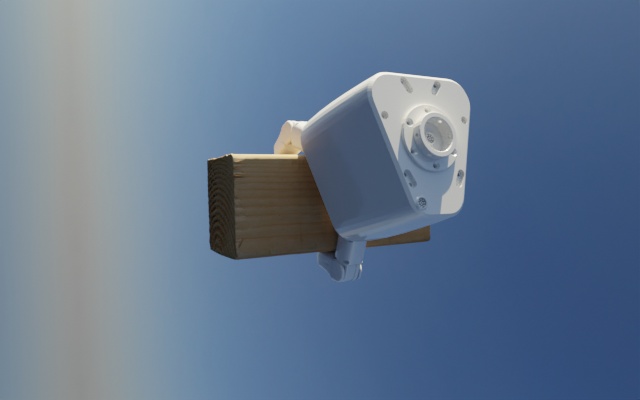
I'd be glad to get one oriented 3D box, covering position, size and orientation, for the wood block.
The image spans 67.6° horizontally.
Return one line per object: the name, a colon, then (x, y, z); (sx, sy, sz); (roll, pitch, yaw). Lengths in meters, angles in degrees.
wood block: (0.000, 0.002, 0.478); (0.206, 0.091, 0.090); (-2, 2, -27)
